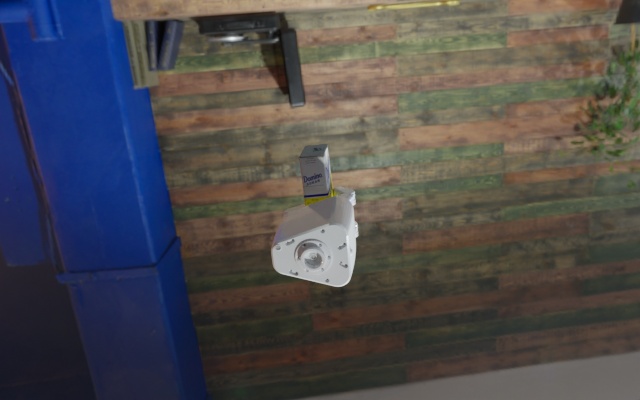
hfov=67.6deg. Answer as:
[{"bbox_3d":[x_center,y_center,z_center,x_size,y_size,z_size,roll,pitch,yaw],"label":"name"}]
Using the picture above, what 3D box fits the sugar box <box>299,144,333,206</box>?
[{"bbox_3d":[0.001,0.003,0.782,0.048,0.176,0.093,-3,18,6],"label":"sugar box"}]
